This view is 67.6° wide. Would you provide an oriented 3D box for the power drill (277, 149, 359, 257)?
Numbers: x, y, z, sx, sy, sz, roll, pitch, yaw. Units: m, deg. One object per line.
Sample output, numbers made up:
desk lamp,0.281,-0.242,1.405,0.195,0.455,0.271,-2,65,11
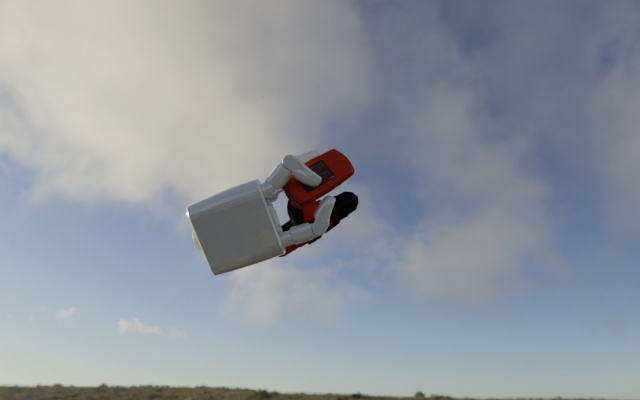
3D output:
power drill,0.000,0.002,0.762,0.184,0.057,0.188,-32,-23,-24
